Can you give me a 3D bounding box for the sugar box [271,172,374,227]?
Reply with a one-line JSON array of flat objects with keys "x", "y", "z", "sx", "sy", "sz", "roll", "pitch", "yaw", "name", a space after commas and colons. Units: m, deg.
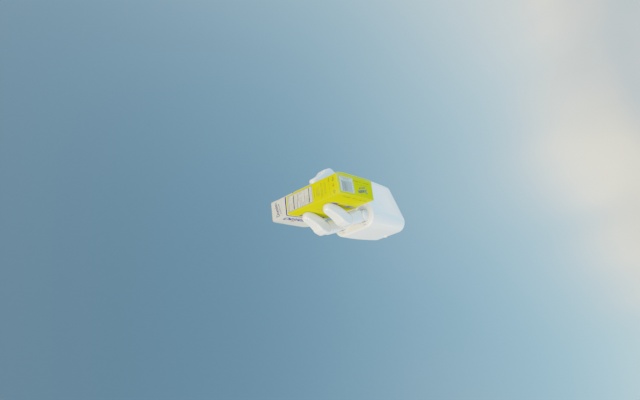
[{"x": 0.000, "y": 0.003, "z": 0.875, "sx": 0.093, "sy": 0.048, "sz": 0.176, "roll": 12, "pitch": -29, "yaw": -43, "name": "sugar box"}]
